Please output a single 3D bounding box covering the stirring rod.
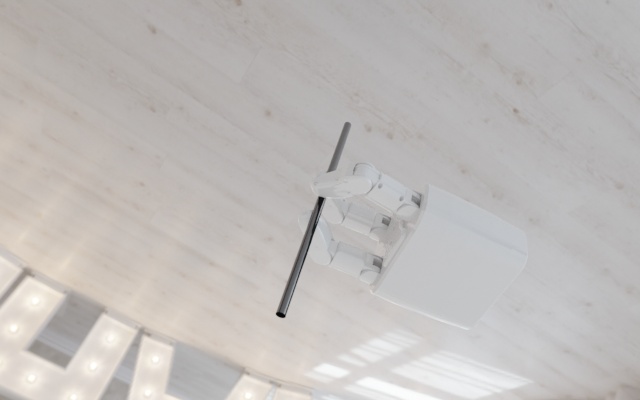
[{"bbox_3d":[0.000,0.001,0.433,0.011,0.011,0.239,0,44,20],"label":"stirring rod"}]
